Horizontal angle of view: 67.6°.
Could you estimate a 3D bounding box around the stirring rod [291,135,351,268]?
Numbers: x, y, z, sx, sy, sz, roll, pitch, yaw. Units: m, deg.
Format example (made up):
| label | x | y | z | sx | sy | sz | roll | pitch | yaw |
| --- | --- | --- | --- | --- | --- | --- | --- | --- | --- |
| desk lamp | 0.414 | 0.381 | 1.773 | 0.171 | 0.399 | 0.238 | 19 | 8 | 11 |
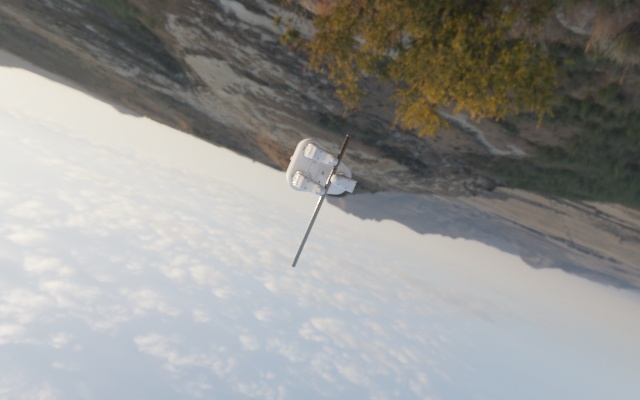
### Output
| label | x | y | z | sx | sy | sz | roll | pitch | yaw |
| --- | --- | --- | --- | --- | --- | --- | --- | --- | --- |
| stirring rod | 0.000 | 0.003 | 0.805 | 0.011 | 0.239 | 0.011 | 23 | 5 | -2 |
